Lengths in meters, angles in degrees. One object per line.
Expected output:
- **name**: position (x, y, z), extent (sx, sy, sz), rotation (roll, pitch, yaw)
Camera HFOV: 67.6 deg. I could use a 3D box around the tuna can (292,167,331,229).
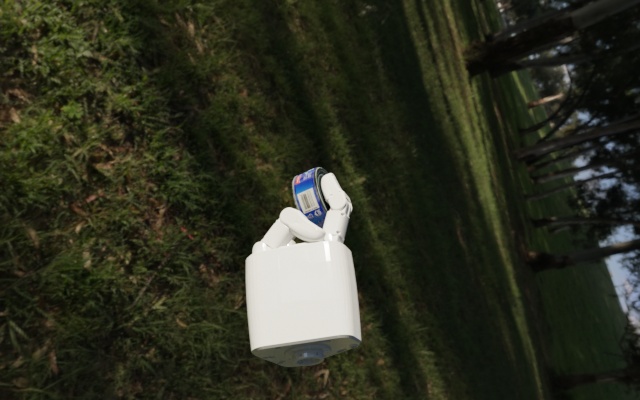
- **tuna can**: position (0.001, 0.002, 0.604), extent (0.034, 0.086, 0.086), rotation (-23, -8, 19)
